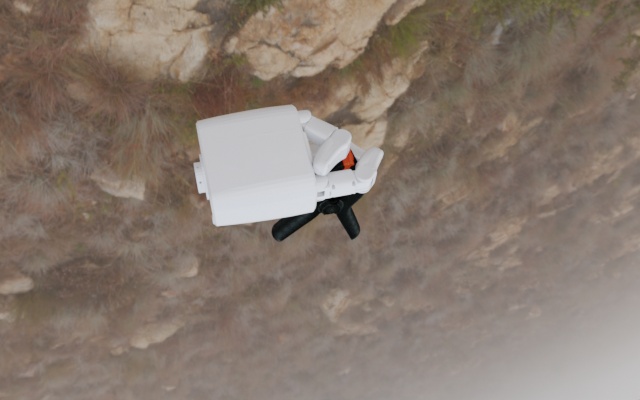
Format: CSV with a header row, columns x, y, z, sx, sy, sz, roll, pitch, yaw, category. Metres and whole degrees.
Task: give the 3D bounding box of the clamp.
x,y,z,sx,sy,sz,roll,pitch,yaw,category
0.000,0.002,0.585,0.120,0.039,0.172,-10,-37,-13,clamp
